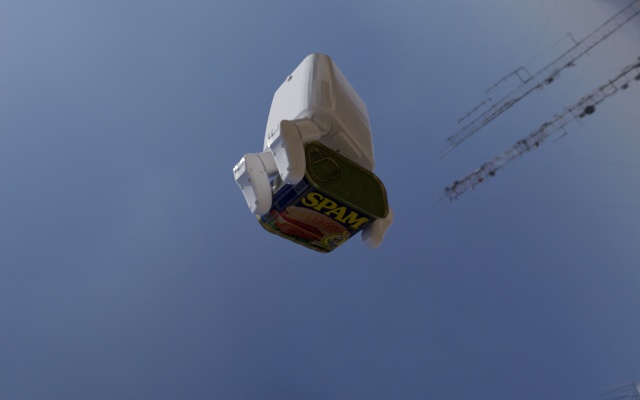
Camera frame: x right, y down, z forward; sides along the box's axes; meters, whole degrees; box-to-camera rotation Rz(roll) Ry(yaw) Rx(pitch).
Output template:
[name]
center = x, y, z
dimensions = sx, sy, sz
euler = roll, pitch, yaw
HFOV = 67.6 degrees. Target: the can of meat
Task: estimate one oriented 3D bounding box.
[can of meat]
center = 0.000, 0.002, 0.464
dimensions = 0.102, 0.057, 0.084
euler = 26, -47, -29
